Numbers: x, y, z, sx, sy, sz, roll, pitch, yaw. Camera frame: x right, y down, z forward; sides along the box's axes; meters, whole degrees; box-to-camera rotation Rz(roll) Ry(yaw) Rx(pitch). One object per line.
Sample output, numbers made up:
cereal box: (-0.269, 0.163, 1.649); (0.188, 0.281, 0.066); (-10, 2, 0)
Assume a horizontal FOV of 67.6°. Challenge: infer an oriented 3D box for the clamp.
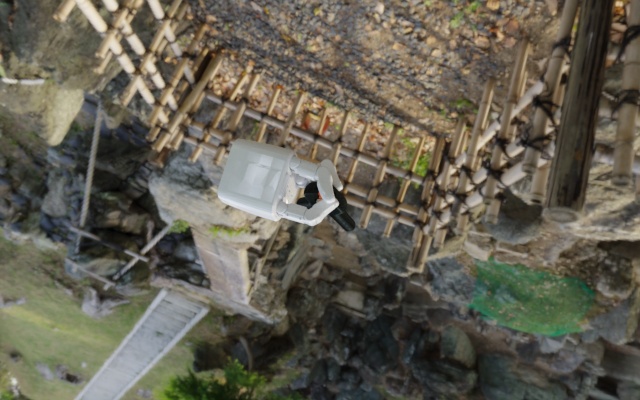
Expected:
clamp: (0.000, 0.003, 0.847); (0.120, 0.039, 0.171); (16, -20, 15)
